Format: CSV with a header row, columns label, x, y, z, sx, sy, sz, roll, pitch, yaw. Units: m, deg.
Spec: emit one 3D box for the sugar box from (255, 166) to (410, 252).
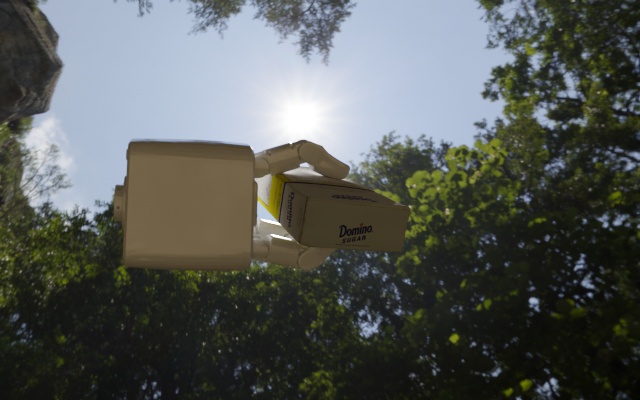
label,x,y,z,sx,sy,sz,roll,pitch,yaw
sugar box,0.000,0.002,0.453,0.093,0.048,0.176,6,13,-20
